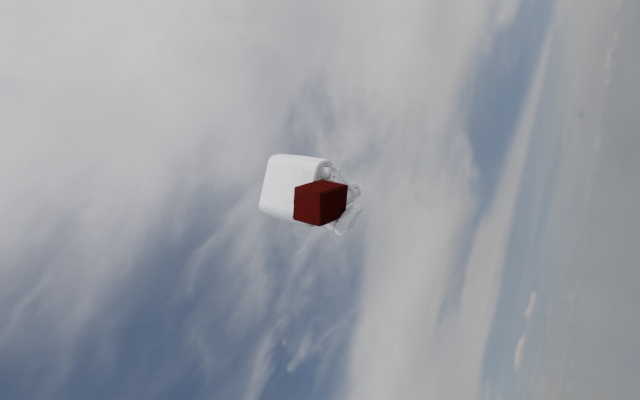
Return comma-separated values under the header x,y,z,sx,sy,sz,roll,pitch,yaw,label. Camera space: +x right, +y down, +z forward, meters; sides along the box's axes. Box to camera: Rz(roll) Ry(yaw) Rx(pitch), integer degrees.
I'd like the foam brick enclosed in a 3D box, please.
x,y,z,sx,sy,sz,roll,pitch,yaw,label
0.000,0.002,0.734,0.051,0.053,0.078,14,18,31,foam brick
